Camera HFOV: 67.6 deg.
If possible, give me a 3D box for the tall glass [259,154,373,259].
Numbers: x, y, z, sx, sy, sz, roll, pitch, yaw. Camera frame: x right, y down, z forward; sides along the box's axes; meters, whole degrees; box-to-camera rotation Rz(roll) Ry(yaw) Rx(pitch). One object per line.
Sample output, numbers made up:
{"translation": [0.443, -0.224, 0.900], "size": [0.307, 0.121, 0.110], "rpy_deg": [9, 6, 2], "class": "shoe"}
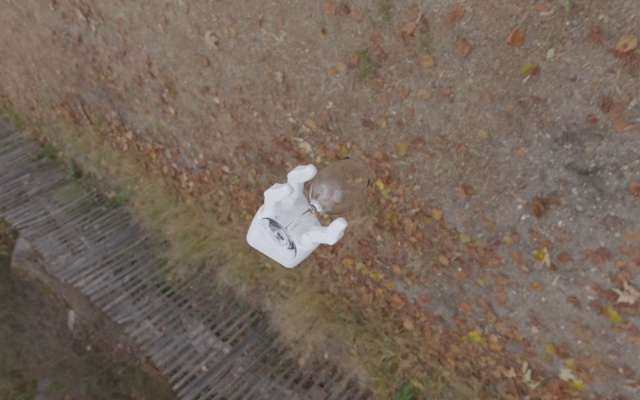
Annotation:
{"translation": [0.000, 0.003, 0.748], "size": [0.079, 0.079, 0.201], "rpy_deg": [0, 33, 49], "class": "tall glass"}
